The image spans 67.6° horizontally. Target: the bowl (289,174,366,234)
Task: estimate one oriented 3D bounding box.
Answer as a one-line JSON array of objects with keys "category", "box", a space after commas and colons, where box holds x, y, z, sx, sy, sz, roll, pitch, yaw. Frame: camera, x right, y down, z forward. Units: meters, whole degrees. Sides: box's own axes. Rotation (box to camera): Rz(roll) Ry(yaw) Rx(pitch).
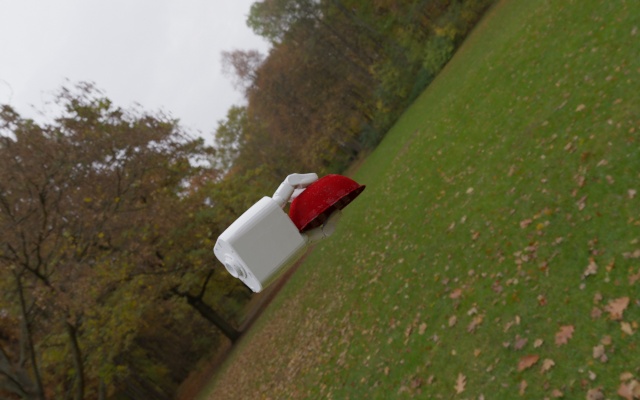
[{"category": "bowl", "box": [0.001, 0.002, 0.841, 0.162, 0.055, 0.162, -36, -8, -6]}]
